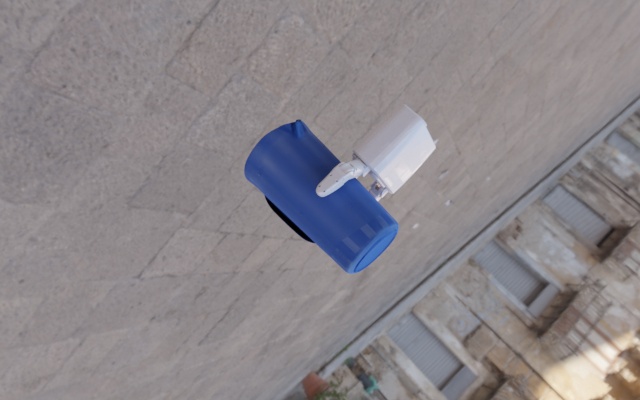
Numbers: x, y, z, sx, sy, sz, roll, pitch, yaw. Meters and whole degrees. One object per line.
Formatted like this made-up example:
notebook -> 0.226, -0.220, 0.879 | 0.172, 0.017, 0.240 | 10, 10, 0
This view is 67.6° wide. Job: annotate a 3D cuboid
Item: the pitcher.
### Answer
pitcher -> 0.000, 0.002, 0.760 | 0.242, 0.145, 0.149 | 46, 2, 19
